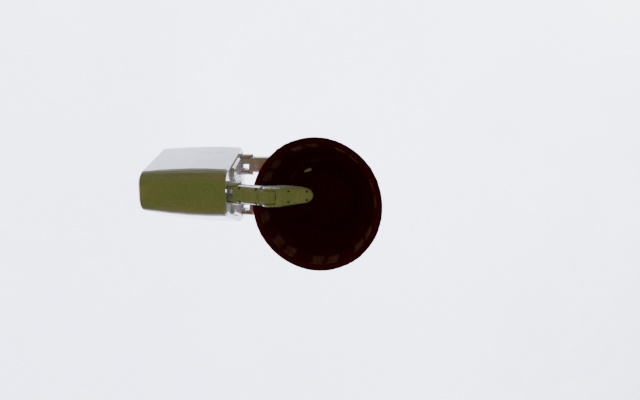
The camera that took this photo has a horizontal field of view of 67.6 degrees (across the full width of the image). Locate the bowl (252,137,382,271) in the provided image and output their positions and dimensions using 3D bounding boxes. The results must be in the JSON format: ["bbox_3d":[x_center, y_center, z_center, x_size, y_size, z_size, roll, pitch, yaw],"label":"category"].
[{"bbox_3d":[0.001,0.002,0.592,0.162,0.162,0.055,0,9,16],"label":"bowl"}]
